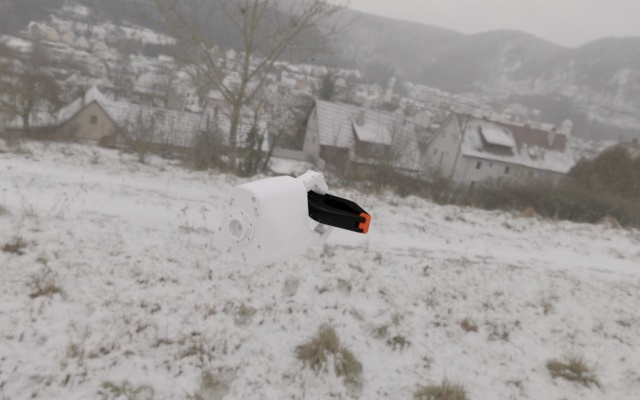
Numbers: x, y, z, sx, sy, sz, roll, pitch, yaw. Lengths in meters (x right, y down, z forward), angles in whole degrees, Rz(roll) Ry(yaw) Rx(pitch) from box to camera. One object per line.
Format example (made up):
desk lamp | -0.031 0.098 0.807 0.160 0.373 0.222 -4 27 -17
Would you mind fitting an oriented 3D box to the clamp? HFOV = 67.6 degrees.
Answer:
clamp | 0.001 0.002 0.799 0.210 0.036 0.164 20 20 29
